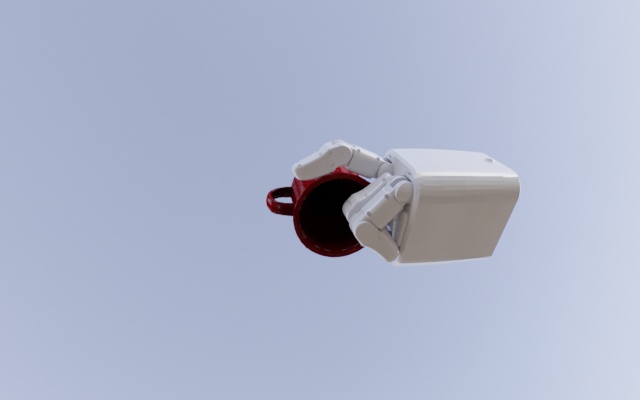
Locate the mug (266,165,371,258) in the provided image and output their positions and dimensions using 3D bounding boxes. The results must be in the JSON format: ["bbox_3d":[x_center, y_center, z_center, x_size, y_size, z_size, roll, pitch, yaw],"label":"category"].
[{"bbox_3d":[-0.001,0.002,0.514,0.117,0.093,0.081,-1,22,-10],"label":"mug"}]
